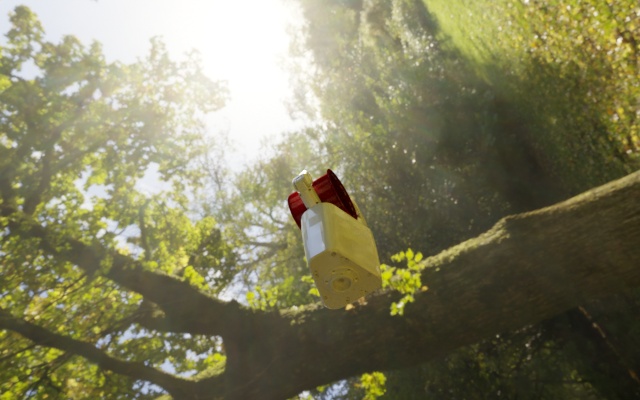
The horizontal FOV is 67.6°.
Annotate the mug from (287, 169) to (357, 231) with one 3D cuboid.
[{"bbox_3d":[0.000,0.002,0.773,0.081,0.093,0.117,-29,30,12],"label":"mug"}]
